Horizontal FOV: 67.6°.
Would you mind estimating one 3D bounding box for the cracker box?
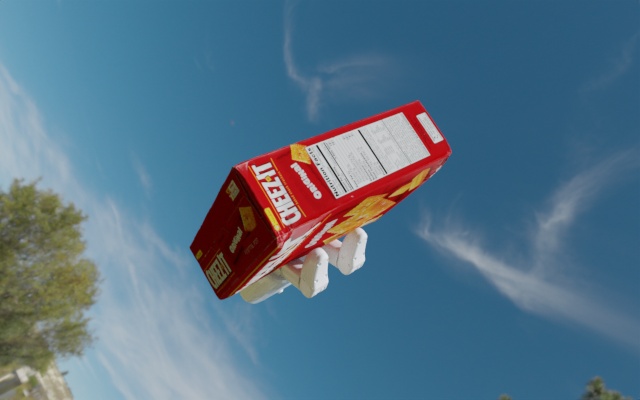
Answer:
[{"bbox_3d":[0.000,0.001,0.457,0.213,0.072,0.164,-25,-13,-35],"label":"cracker box"}]
